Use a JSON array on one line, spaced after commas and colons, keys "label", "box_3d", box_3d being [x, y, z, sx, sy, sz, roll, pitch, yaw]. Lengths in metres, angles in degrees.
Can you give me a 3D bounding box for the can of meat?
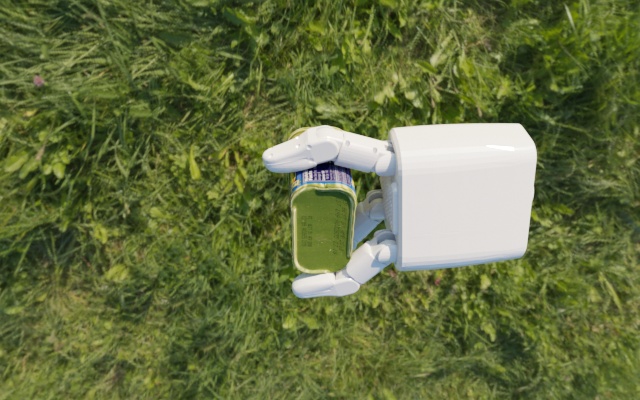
[{"label": "can of meat", "box_3d": [0.000, 0.001, 0.415, 0.057, 0.102, 0.083, -1, 39, -3]}]
